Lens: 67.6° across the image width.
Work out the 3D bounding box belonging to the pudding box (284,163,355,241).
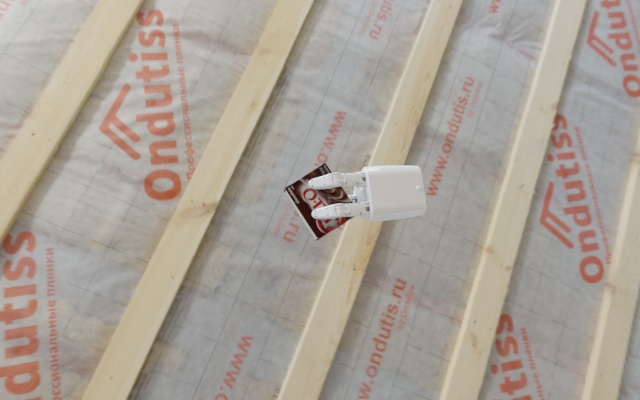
[{"bbox_3d":[0.000,0.003,0.869,0.090,0.113,0.039,-33,-5,-13],"label":"pudding box"}]
